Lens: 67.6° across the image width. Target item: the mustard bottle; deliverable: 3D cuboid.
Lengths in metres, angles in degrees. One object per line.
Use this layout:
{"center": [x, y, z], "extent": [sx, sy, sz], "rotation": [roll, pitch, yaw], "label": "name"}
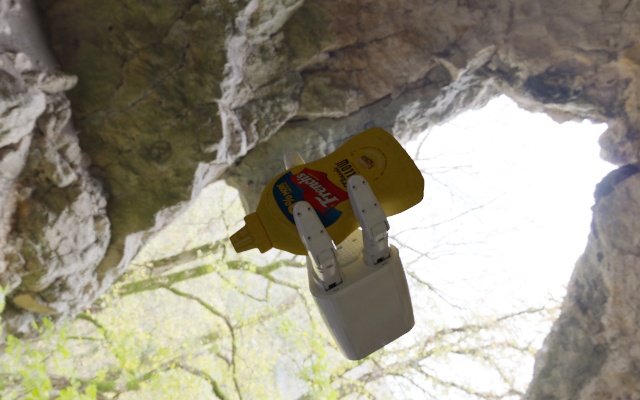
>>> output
{"center": [0.000, 0.001, 0.475], "extent": [0.191, 0.096, 0.058], "rotation": [-27, -33, -10], "label": "mustard bottle"}
